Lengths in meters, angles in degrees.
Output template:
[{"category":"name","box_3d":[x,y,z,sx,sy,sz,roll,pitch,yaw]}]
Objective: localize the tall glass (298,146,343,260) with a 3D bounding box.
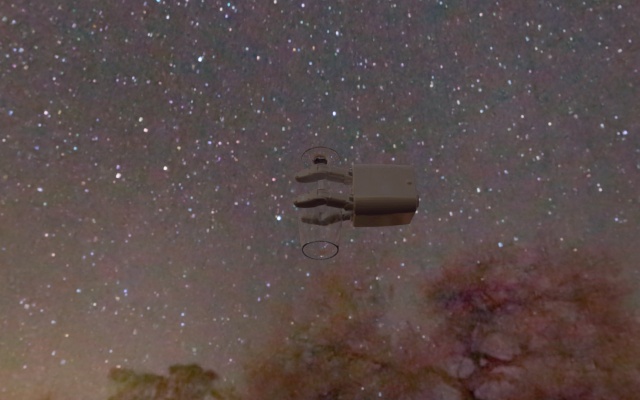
[{"category":"tall glass","box_3d":[0.000,0.002,0.850,0.079,0.201,0.079,0,-36,0]}]
